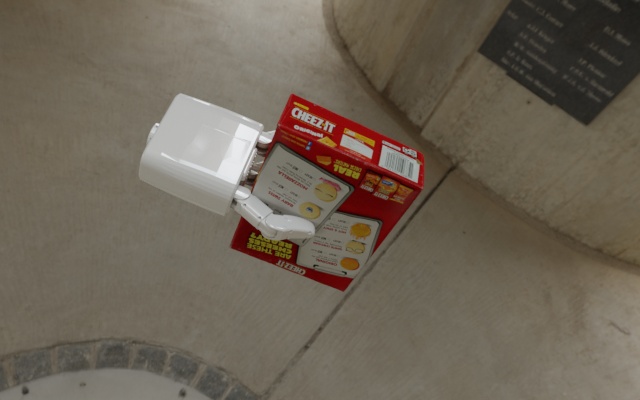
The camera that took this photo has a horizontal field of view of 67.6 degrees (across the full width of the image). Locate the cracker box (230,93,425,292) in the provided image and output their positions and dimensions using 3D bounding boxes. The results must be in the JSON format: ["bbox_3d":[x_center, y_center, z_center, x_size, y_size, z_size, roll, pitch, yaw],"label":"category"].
[{"bbox_3d":[0.000,0.002,0.569,0.164,0.072,0.214,23,-46,-7],"label":"cracker box"}]
